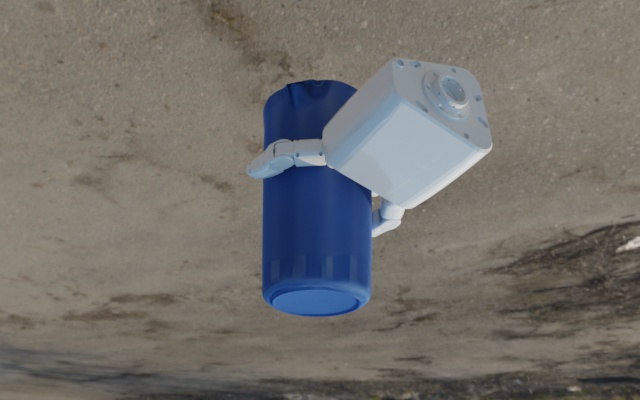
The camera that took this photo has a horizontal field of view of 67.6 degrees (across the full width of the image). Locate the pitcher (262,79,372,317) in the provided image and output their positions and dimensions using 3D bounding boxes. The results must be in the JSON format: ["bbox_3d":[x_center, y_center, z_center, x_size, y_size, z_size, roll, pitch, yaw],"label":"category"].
[{"bbox_3d":[0.000,0.002,0.536,0.149,0.242,0.145,16,-33,-26],"label":"pitcher"}]
